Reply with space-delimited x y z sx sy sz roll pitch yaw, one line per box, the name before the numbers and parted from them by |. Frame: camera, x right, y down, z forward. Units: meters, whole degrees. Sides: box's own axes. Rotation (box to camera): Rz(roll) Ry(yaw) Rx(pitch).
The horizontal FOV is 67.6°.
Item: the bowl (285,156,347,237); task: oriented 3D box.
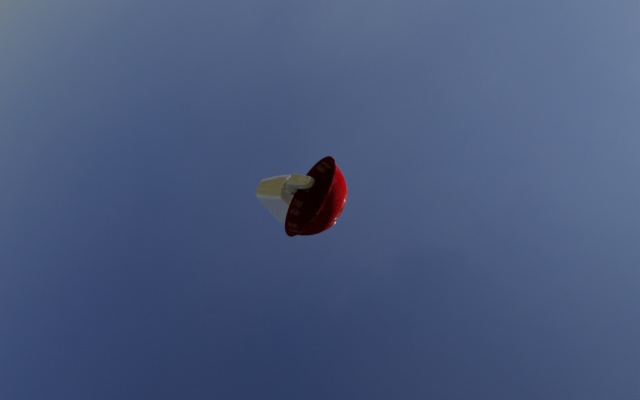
bowl | 0.001 0.003 0.862 0.055 0.162 0.162 29 -11 -20
